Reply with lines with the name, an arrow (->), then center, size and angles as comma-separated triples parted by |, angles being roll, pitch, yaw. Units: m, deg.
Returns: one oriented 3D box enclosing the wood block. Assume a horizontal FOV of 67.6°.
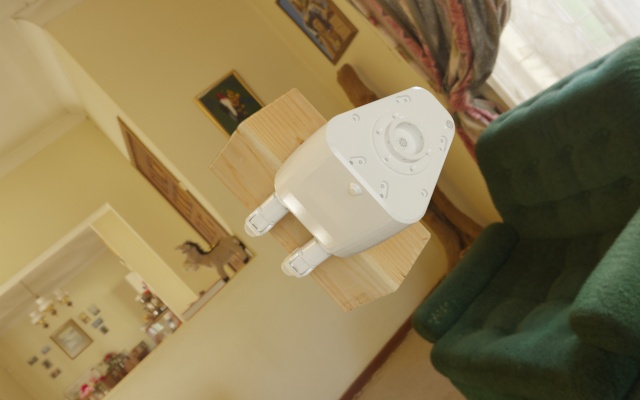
wood block -> 0.000, 0.001, 0.488 | 0.090, 0.206, 0.090 | -46, 4, -41
